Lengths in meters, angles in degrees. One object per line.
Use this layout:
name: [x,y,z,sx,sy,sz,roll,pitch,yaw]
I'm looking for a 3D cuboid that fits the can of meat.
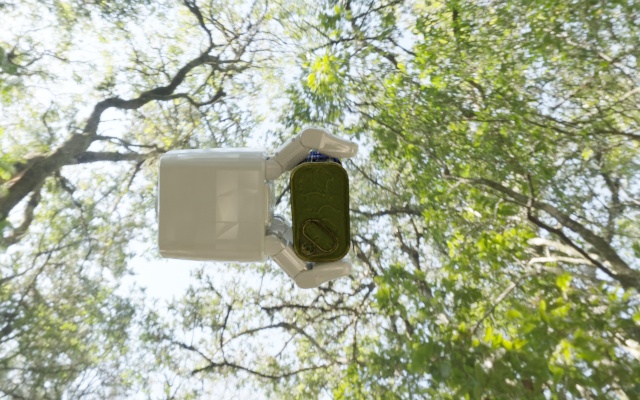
can of meat: [0.000,0.001,0.502,0.057,0.102,0.084,-2,16,1]
